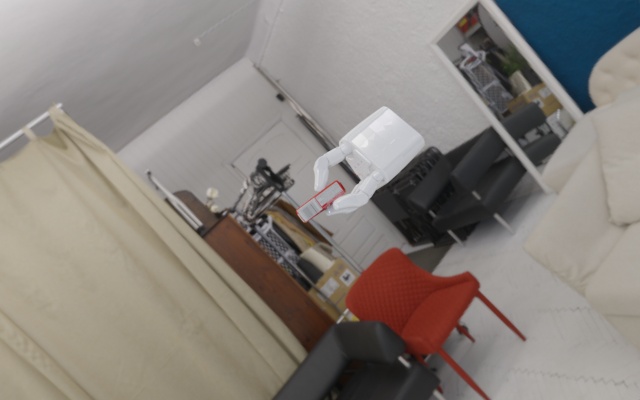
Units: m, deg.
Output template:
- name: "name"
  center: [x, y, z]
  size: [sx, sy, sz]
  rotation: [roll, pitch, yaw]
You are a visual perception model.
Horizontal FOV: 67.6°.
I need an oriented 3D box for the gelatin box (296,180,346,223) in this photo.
- name: "gelatin box"
  center: [0.000, 0.003, 0.831]
  size: [0.089, 0.030, 0.073]
  rotation: [-37, 0, -4]
